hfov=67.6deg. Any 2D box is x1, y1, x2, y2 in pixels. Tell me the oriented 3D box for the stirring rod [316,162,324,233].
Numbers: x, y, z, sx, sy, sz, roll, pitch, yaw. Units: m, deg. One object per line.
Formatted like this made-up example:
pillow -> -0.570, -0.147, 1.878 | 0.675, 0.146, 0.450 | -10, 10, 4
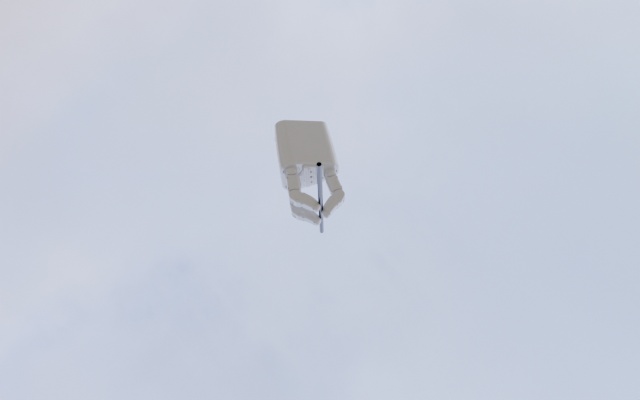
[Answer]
stirring rod -> 0.000, 0.003, 0.825 | 0.011, 0.011, 0.240 | 0, -28, 1
